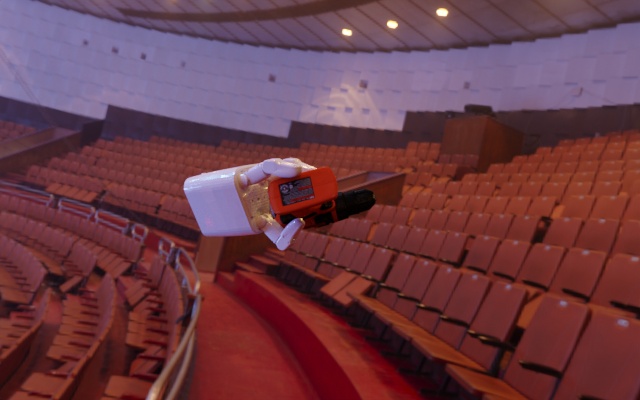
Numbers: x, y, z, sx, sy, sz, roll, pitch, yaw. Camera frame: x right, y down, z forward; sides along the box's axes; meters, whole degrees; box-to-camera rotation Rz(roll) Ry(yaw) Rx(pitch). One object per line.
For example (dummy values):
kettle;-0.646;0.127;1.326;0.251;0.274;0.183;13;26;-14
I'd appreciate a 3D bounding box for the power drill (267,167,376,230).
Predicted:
power drill;0.000;0.002;0.788;0.184;0.057;0.188;-17;-16;4
